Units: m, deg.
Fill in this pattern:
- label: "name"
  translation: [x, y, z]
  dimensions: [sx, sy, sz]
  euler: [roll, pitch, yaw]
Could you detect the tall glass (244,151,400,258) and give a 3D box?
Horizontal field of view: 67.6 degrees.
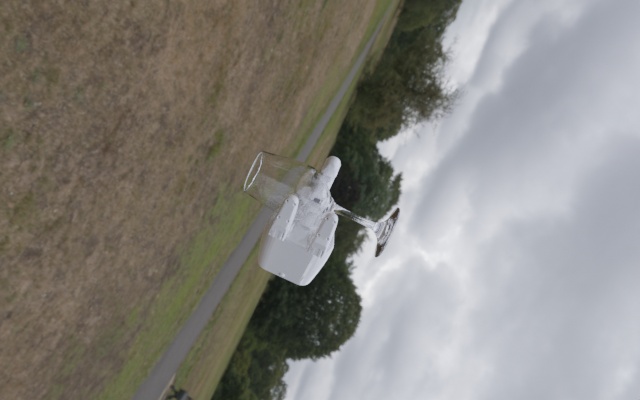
- label: "tall glass"
  translation: [0.001, 0.002, 0.644]
  dimensions: [0.201, 0.079, 0.079]
  euler: [25, 0, -1]
